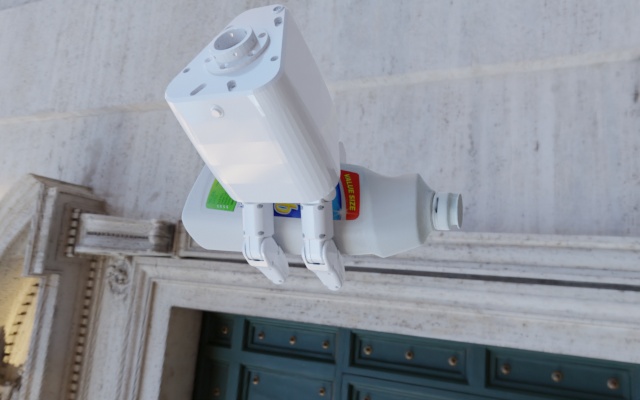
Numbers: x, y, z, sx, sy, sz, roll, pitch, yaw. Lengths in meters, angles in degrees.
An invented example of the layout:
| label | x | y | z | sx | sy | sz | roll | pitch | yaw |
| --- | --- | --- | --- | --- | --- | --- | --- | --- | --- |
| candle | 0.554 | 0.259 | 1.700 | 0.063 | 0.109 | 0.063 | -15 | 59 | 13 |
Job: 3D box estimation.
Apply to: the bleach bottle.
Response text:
| label | x | y | z | sx | sy | sz | roll | pitch | yaw |
| --- | --- | --- | --- | --- | --- | --- | --- | --- | --- |
| bleach bottle | 0.000 | 0.002 | 0.437 | 0.251 | 0.102 | 0.068 | 0 | -40 | 25 |
